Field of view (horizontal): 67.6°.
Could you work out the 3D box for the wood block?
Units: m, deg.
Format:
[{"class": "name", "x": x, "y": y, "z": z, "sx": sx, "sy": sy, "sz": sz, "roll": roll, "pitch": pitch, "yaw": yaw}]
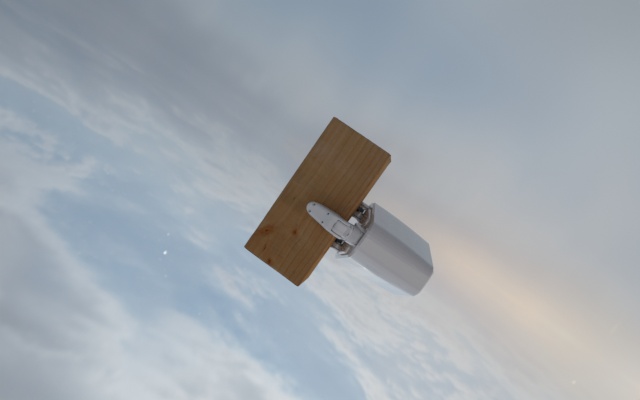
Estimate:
[{"class": "wood block", "x": 0.000, "y": 0.002, "z": 0.649, "sx": 0.090, "sy": 0.206, "sz": 0.091, "roll": 35, "pitch": 4, "yaw": 7}]
